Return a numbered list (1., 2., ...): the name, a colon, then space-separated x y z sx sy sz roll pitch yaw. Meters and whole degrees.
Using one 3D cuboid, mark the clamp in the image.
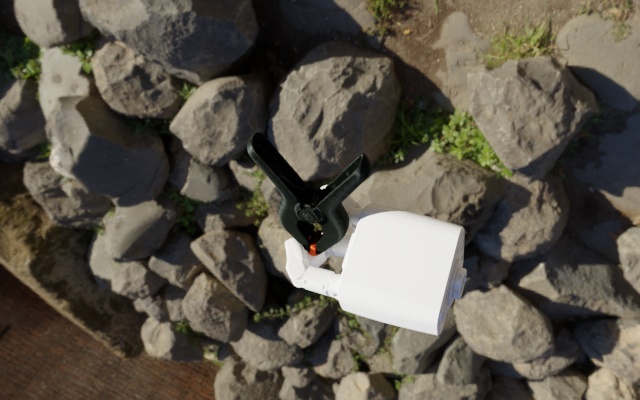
1. clamp: 0.000 0.002 0.494 0.120 0.039 0.172 13 -35 24
